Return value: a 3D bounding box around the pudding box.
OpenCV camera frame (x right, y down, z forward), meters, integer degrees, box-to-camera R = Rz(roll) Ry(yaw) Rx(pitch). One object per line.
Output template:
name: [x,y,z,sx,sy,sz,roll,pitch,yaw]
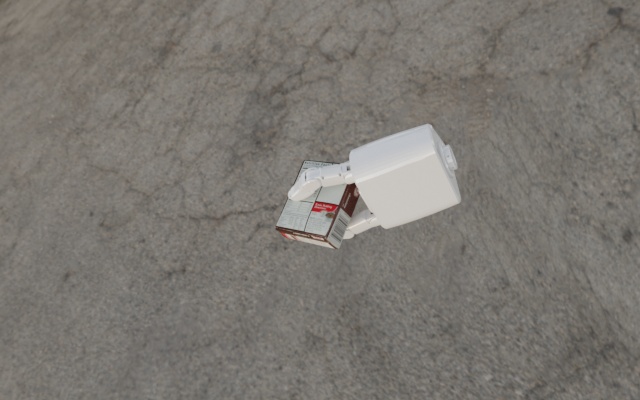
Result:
pudding box: [0.000,0.002,0.646,0.090,0.113,0.039,9,-24,36]
